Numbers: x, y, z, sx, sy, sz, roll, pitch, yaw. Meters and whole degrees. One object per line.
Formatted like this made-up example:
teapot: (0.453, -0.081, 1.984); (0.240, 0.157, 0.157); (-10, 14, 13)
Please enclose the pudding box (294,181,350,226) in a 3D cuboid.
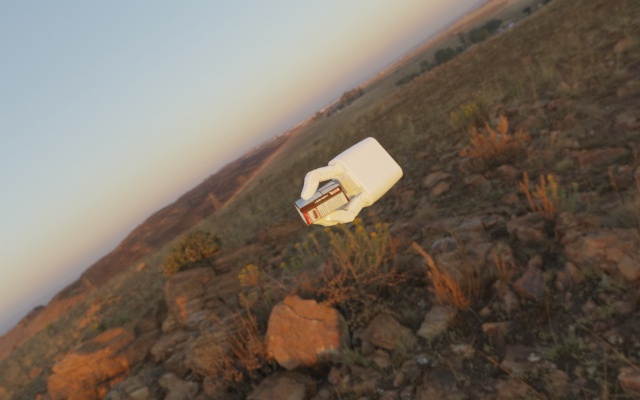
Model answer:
pudding box: (0.000, 0.003, 0.897); (0.090, 0.039, 0.113); (-31, 8, -3)
